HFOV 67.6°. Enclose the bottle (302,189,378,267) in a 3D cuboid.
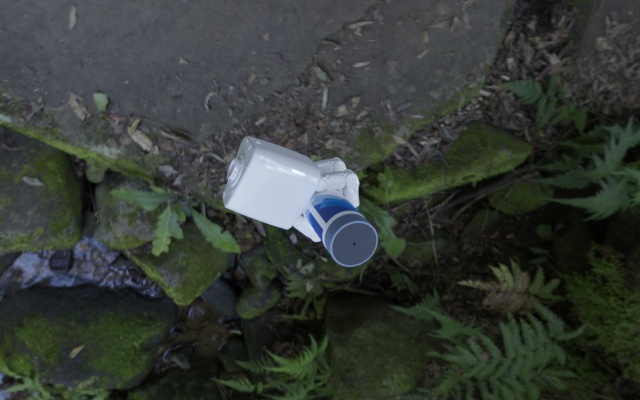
[{"bbox_3d":[0.000,0.003,0.747,0.069,0.069,0.295,0,22,-19],"label":"bottle"}]
